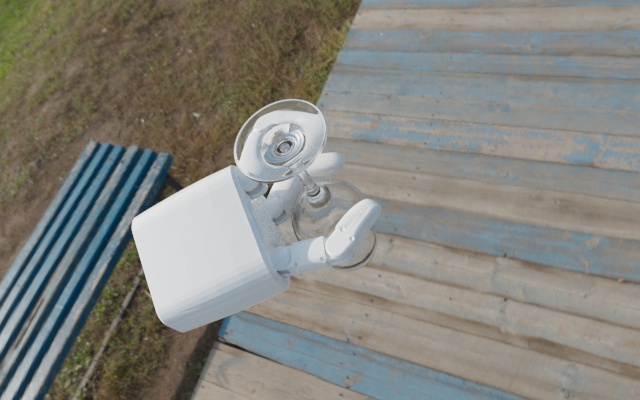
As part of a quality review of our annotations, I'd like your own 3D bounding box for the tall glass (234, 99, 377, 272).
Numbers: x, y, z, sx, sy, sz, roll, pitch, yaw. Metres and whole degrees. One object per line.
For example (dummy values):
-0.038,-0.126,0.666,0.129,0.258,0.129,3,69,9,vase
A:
0.000,0.001,0.432,0.079,0.079,0.201,0,-28,21,tall glass
